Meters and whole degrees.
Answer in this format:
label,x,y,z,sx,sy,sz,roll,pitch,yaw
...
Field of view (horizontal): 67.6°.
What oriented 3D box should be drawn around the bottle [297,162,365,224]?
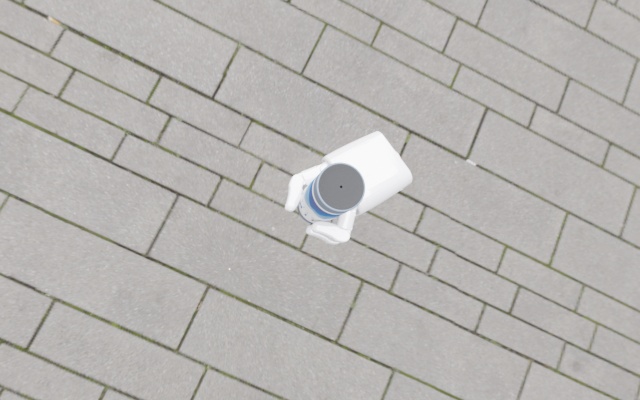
label,x,y,z,sx,sy,sz,roll,pitch,yaw
bottle,0.000,0.003,0.770,0.069,0.069,0.296,0,-8,-11
